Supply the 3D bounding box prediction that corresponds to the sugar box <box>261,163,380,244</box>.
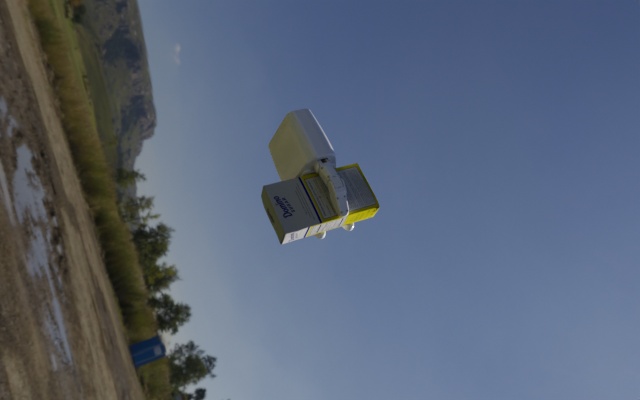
[{"bbox_3d":[0.000,0.003,0.784,0.176,0.093,0.048,-16,-26,-22],"label":"sugar box"}]
